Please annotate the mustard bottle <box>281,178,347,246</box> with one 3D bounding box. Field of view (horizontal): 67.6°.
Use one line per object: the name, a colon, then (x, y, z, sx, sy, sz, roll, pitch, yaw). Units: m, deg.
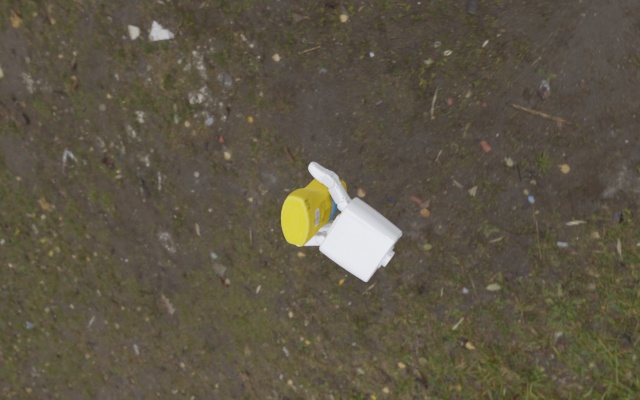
mustard bottle: (0.000, 0.003, 0.889, 0.058, 0.096, 0.191, 13, 27, 25)
